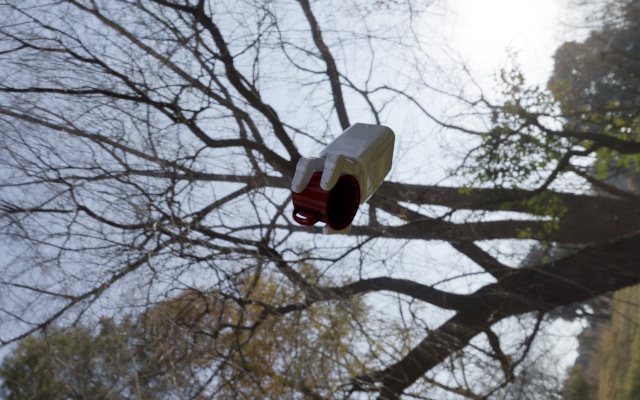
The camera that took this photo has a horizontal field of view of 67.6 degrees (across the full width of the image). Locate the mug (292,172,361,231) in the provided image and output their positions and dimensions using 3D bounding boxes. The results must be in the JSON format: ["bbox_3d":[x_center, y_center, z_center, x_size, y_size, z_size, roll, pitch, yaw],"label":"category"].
[{"bbox_3d":[-0.001,0.003,0.785,0.081,0.093,0.117,15,46,38],"label":"mug"}]
